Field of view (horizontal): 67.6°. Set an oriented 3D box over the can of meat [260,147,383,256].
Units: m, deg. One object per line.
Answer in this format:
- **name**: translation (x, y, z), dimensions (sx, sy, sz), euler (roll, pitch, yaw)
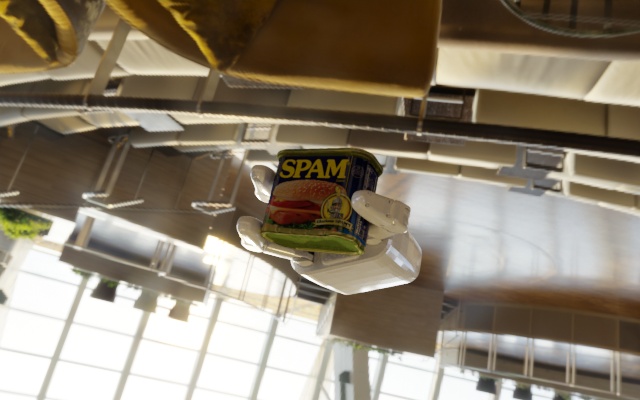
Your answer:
- **can of meat**: translation (0.000, 0.002, 0.443), dimensions (0.102, 0.084, 0.057), euler (2, -22, 27)
